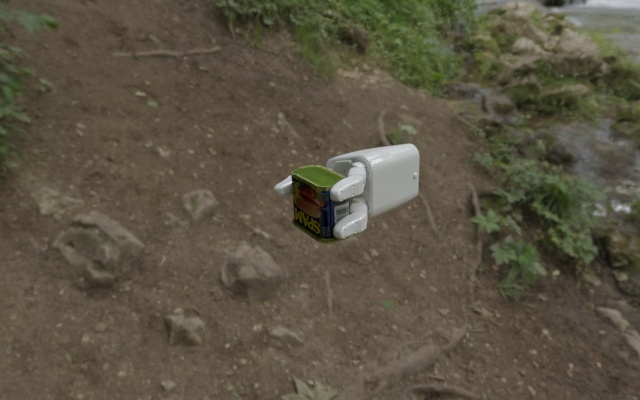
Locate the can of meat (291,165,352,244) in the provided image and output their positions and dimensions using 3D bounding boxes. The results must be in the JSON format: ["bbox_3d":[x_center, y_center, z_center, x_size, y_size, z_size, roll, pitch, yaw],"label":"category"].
[{"bbox_3d":[0.000,0.002,0.686,0.057,0.084,0.102,-17,27,-29],"label":"can of meat"}]
